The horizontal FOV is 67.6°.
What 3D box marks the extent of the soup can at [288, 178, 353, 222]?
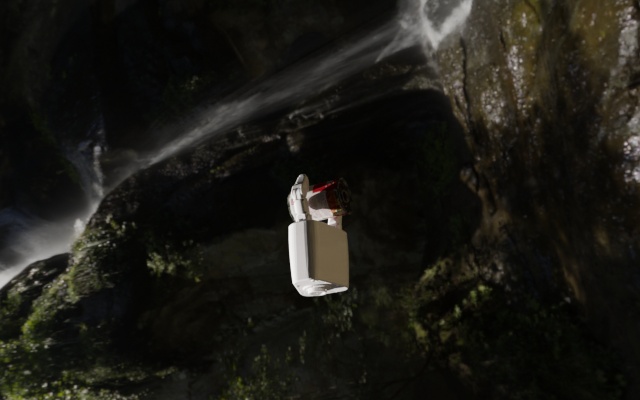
[{"bbox_3d":[0.000,0.002,0.875,0.102,0.068,0.068,-14,-5,21],"label":"soup can"}]
